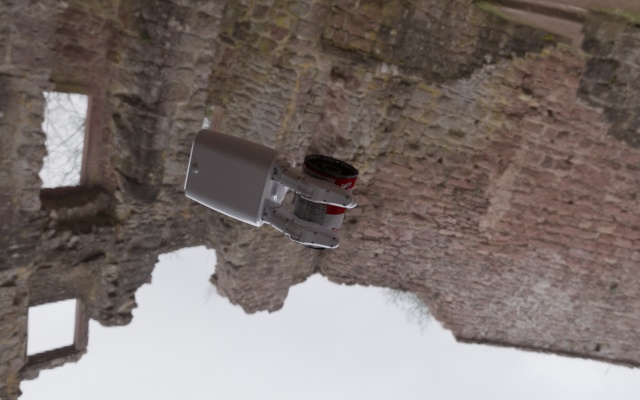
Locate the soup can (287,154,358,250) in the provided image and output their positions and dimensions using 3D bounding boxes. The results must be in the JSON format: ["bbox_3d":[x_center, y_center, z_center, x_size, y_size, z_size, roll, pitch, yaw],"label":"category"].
[{"bbox_3d":[0.001,0.002,0.597,0.068,0.102,0.068,15,20,-6],"label":"soup can"}]
